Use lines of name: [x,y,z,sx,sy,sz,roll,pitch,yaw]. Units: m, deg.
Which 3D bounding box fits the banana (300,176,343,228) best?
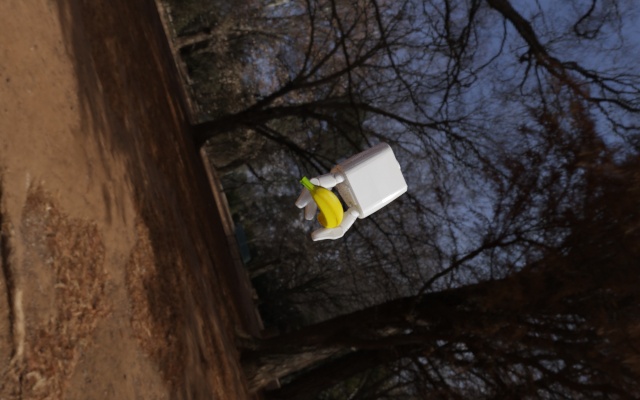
banana: [0.011,0.014,0.847,0.037,0.069,0.198,-39,-22,-9]
